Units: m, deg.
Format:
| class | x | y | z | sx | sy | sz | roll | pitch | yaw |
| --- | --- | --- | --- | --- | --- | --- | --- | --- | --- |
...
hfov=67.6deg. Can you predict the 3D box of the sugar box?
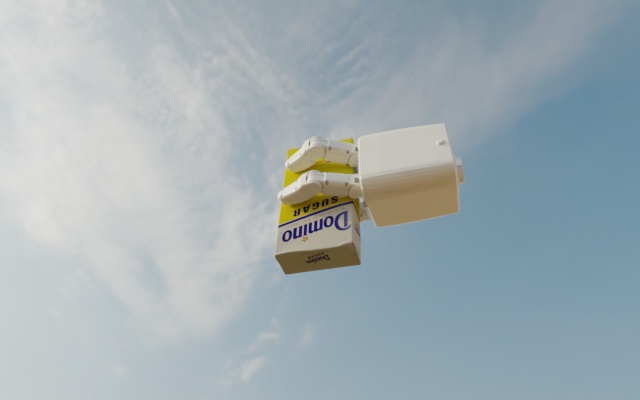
| class | x | y | z | sx | sy | sz | roll | pitch | yaw |
| --- | --- | --- | --- | --- | --- | --- | --- | --- | --- |
| sugar box | 0.000 | 0.001 | 0.585 | 0.093 | 0.176 | 0.048 | -10 | -46 | 13 |
